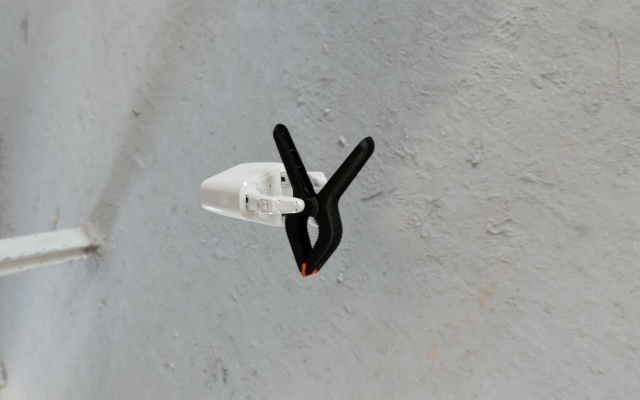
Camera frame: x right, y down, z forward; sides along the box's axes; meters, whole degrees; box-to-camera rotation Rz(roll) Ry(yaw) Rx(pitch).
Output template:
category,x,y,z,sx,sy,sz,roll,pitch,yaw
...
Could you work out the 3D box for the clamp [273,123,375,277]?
category,x,y,z,sx,sy,sz,roll,pitch,yaw
clamp,-0.001,0.003,0.637,0.164,0.210,0.036,6,10,40
